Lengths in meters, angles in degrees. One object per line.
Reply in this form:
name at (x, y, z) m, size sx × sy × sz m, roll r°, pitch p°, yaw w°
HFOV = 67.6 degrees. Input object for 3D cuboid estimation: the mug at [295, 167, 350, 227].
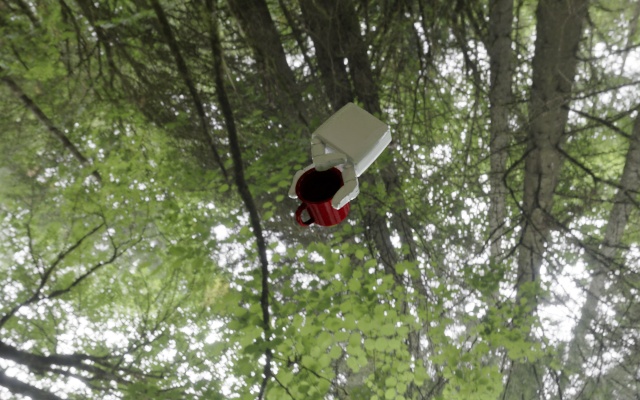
mug at (-0.001, 0.004, 0.892) m, size 0.093 × 0.117 × 0.082 m, roll 30°, pitch -24°, yaw 35°
